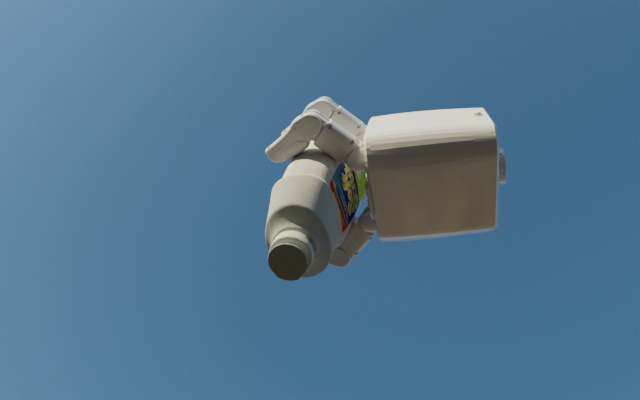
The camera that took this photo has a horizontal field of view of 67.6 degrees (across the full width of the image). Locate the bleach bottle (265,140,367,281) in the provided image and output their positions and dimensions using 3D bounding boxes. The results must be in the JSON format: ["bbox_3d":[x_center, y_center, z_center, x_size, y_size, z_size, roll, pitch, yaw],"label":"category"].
[{"bbox_3d":[0.000,0.001,0.437,0.068,0.103,0.250,-3,22,12],"label":"bleach bottle"}]
